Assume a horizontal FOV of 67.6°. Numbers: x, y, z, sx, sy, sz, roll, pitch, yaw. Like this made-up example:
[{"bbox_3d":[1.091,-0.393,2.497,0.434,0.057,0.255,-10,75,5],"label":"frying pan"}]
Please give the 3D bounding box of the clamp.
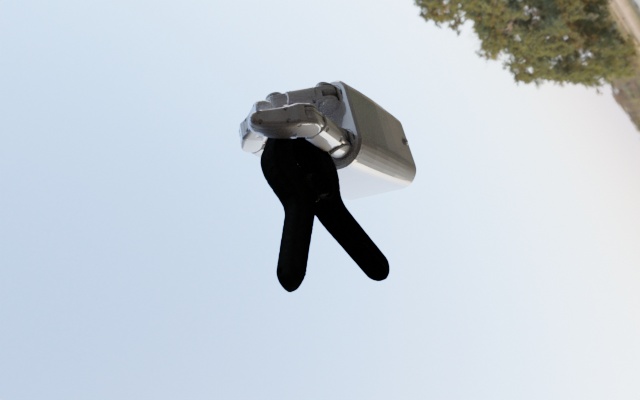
[{"bbox_3d":[0.000,0.002,0.418,0.039,0.171,0.120,-32,-33,33],"label":"clamp"}]
